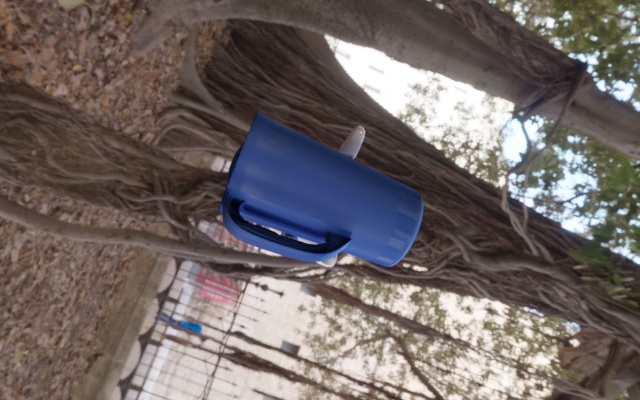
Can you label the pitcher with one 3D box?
[{"bbox_3d":[0.000,0.002,0.604,0.243,0.149,0.145,22,0,-8],"label":"pitcher"}]
